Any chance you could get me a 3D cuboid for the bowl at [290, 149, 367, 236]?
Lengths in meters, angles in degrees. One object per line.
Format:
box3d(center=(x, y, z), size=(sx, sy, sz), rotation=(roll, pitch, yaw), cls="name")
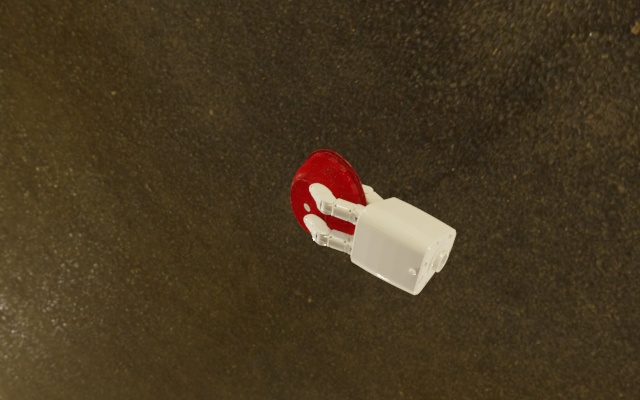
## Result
box3d(center=(-0.001, 0.002, 0.764), size=(0.055, 0.162, 0.162), rotation=(-21, 12, -34), cls="bowl")
